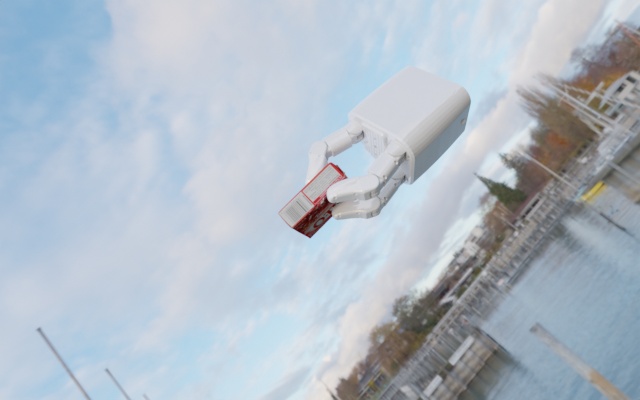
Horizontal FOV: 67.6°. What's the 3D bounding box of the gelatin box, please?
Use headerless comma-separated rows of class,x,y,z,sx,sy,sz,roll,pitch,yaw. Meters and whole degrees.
gelatin box,0.000,0.002,0.578,0.030,0.089,0.073,47,2,20
